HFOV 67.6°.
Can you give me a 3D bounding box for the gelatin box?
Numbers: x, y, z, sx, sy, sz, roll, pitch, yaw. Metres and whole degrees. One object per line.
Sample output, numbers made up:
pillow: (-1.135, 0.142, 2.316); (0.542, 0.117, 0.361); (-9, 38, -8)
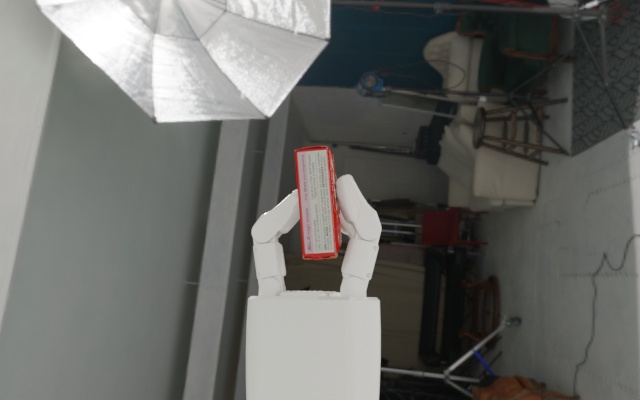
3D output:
gelatin box: (0.000, 0.001, 0.405); (0.030, 0.089, 0.073); (-5, 1, 5)
